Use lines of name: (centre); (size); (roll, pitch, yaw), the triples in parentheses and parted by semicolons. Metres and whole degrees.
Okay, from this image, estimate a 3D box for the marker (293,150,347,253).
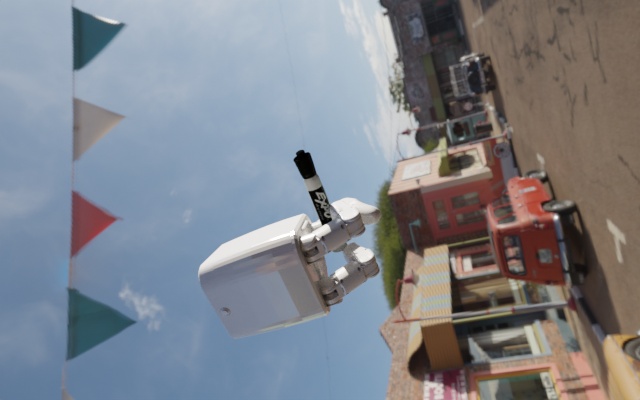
marker: (0.000, 0.002, 0.505); (0.020, 0.121, 0.020); (-19, 25, 9)
